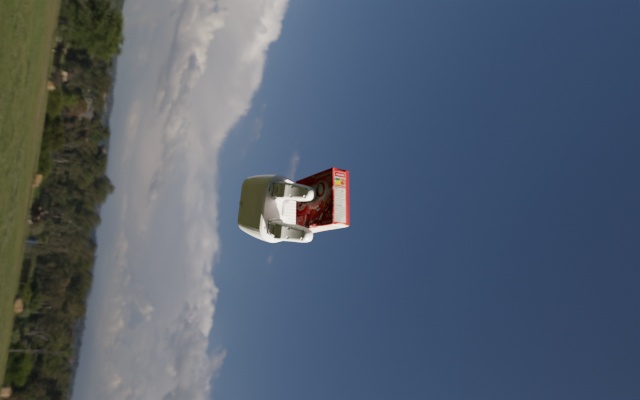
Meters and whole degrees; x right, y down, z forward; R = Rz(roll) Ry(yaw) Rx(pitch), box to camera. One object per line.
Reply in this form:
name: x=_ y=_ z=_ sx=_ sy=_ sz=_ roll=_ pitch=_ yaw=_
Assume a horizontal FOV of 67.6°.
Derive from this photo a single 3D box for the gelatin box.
gelatin box: x=0.001 y=0.002 z=0.631 sx=0.030 sy=0.073 sz=0.089 roll=9 pitch=-14 yaw=-35
